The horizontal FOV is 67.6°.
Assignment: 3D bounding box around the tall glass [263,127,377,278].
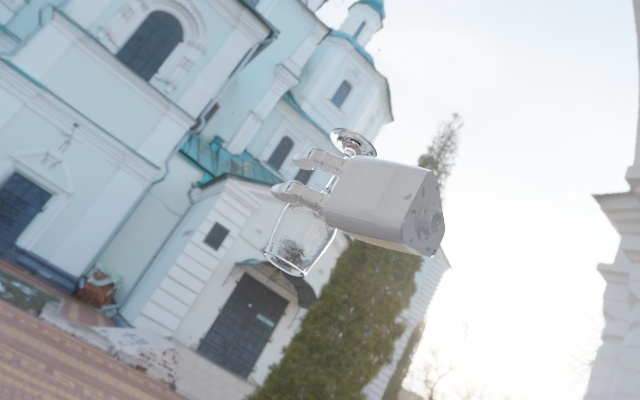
[{"bbox_3d":[0.000,0.002,0.642,0.079,0.201,0.079,27,-20,11],"label":"tall glass"}]
